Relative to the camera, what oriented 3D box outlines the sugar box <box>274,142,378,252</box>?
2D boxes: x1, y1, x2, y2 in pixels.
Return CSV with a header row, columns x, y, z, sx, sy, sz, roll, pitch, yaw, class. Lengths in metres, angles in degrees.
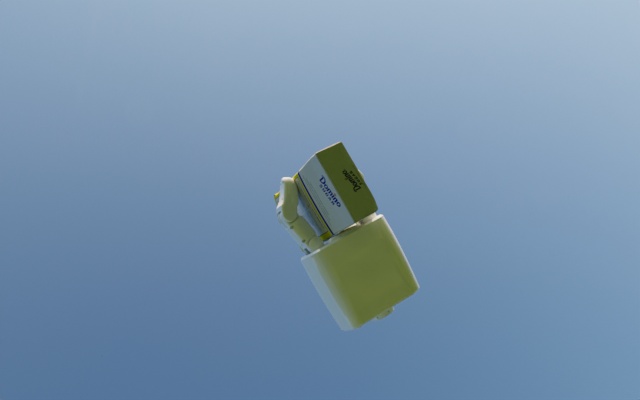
x,y,z,sx,sy,sz,roll,pitch,yaw,class
0.001,0.002,0.614,0.048,0.093,0.176,-28,-4,-29,sugar box
